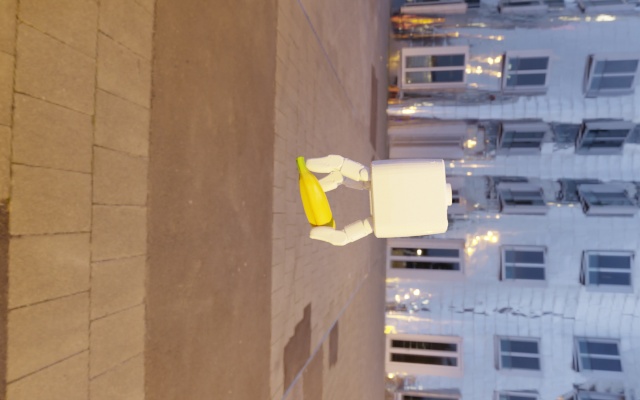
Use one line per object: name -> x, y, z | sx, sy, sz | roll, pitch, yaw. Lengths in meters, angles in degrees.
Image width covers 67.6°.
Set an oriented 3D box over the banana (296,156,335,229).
banana -> 0.000, 0.016, 0.760 | 0.037, 0.069, 0.198 | -7, -37, 9
